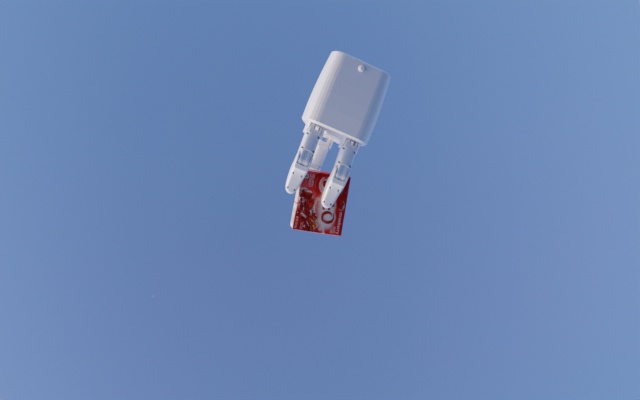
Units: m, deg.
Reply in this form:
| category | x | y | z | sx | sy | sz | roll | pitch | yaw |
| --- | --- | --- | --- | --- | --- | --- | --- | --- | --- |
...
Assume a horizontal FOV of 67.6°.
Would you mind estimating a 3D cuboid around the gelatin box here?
| category | x | y | z | sx | sy | sz | roll | pitch | yaw |
| --- | --- | --- | --- | --- | --- | --- | --- | --- | --- |
| gelatin box | 0.000 | 0.003 | 0.694 | 0.073 | 0.089 | 0.030 | 9 | 7 | -11 |
